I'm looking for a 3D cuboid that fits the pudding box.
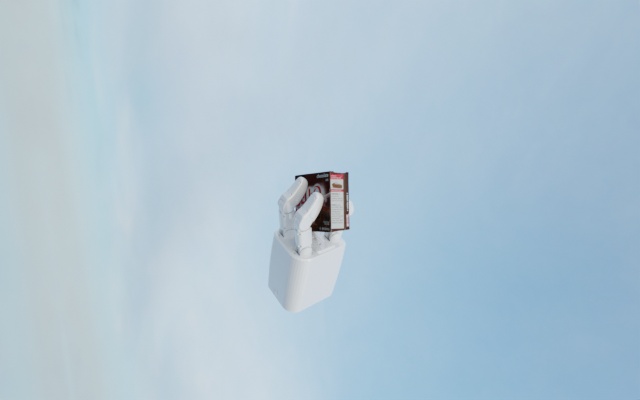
[{"bbox_3d":[0.000,0.002,0.737,0.039,0.090,0.113,-2,0,-33],"label":"pudding box"}]
